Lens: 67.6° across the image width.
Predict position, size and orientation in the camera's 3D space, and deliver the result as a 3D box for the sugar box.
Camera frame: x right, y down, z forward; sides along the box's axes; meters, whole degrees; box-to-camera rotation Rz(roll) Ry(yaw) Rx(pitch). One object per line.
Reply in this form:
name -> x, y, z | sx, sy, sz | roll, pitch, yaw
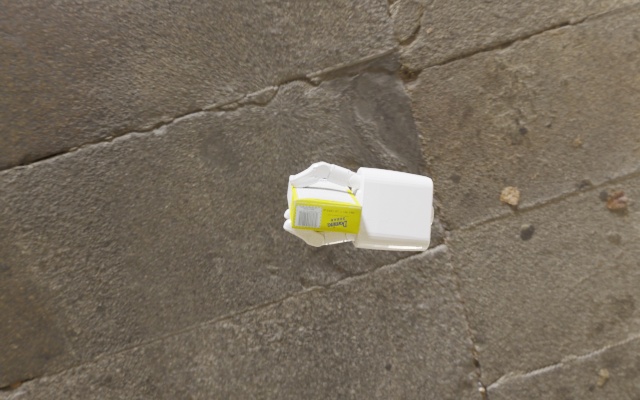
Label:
sugar box -> 0.000, 0.003, 0.705 | 0.093, 0.048, 0.176 | 6, 10, -6
